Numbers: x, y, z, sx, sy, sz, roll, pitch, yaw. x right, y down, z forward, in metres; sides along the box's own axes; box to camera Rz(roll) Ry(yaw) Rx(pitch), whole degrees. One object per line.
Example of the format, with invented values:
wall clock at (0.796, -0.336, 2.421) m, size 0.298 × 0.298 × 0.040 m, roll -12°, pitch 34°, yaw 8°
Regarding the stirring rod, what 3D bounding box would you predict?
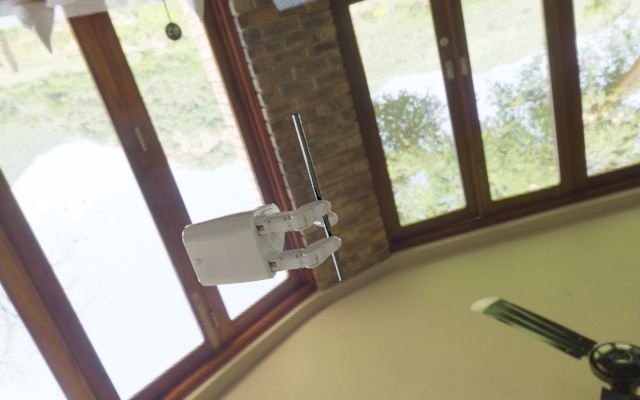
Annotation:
stirring rod at (0.000, 0.002, 0.633) m, size 0.011 × 0.240 × 0.011 m, roll -14°, pitch 20°, yaw 5°
